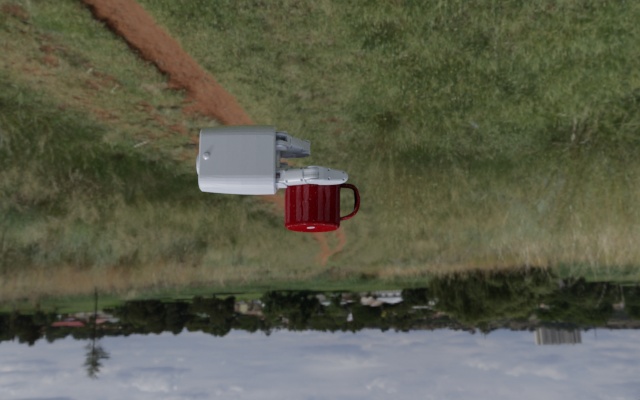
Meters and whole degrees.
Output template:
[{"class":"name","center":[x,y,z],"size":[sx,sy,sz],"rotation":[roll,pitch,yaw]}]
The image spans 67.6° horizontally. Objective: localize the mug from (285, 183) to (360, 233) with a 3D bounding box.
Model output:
[{"class":"mug","center":[0.002,0.003,0.706],"size":[0.117,0.081,0.093],"rotation":[0,-12,-1]}]
